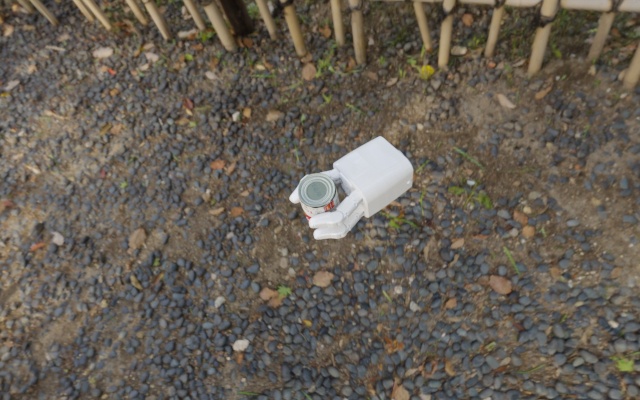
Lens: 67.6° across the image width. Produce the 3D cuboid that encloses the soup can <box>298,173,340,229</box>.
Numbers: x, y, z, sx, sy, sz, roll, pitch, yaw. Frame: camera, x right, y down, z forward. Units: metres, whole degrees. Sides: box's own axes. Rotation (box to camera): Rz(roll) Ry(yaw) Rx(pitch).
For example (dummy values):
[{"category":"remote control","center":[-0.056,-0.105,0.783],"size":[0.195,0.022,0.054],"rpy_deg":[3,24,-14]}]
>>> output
[{"category":"soup can","center":[0.000,0.003,0.854],"size":[0.068,0.068,0.102],"rpy_deg":[0,-25,8]}]
